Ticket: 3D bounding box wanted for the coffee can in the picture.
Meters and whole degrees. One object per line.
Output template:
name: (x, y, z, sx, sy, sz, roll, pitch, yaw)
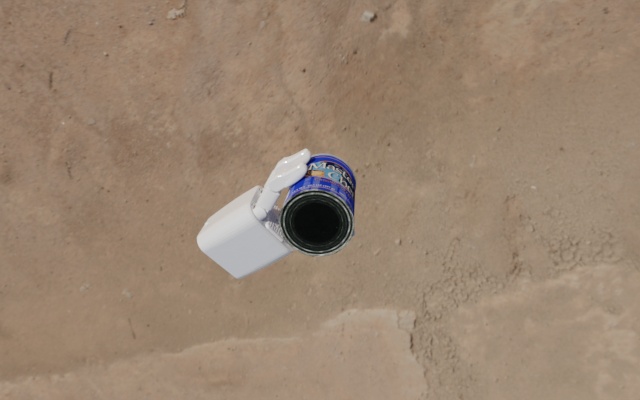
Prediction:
coffee can: (0.000, 0.002, 0.701, 0.103, 0.103, 0.140, 0, 25, 5)
